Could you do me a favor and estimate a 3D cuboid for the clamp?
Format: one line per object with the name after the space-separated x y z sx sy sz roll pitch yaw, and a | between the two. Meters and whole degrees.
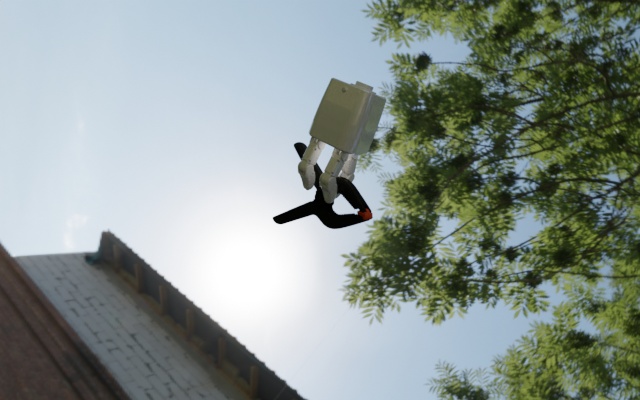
0.001 0.003 0.876 0.210 0.164 0.036 31 16 34 | clamp
